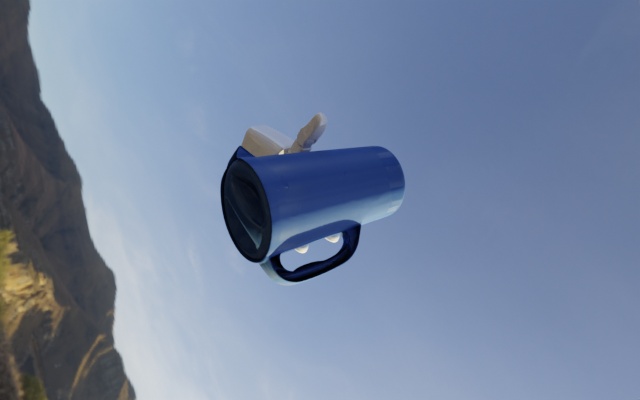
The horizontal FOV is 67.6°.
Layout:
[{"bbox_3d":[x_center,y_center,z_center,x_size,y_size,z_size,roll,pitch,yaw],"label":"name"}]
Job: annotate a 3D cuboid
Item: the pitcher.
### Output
[{"bbox_3d":[0.000,0.002,0.652,0.243,0.149,0.145,-13,33,-34],"label":"pitcher"}]
